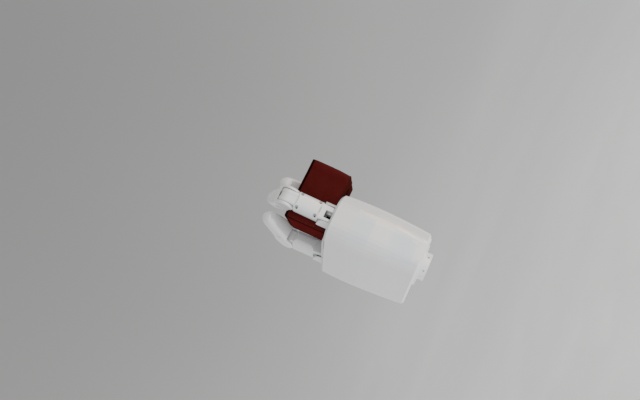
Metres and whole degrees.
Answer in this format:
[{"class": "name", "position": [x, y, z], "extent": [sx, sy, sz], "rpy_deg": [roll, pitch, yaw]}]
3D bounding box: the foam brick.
[{"class": "foam brick", "position": [0.000, 0.002, 0.570], "extent": [0.051, 0.078, 0.053], "rpy_deg": [23, -14, 13]}]
